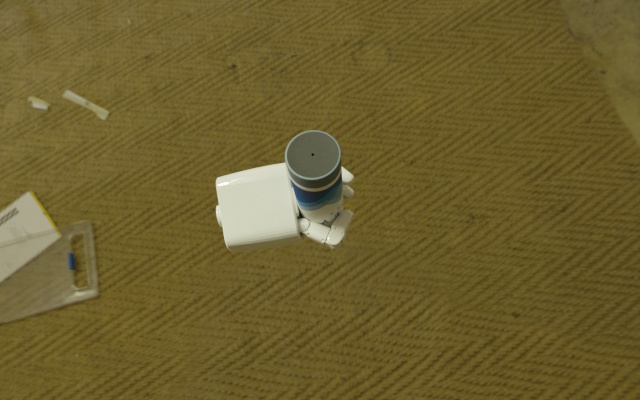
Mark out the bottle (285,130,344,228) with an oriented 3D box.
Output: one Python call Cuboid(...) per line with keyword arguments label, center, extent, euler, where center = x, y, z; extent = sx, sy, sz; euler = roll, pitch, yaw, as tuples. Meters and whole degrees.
Cuboid(label="bottle", center=(0.000, 0.002, 0.696), extent=(0.069, 0.069, 0.296), euler=(0, -23, 4))
